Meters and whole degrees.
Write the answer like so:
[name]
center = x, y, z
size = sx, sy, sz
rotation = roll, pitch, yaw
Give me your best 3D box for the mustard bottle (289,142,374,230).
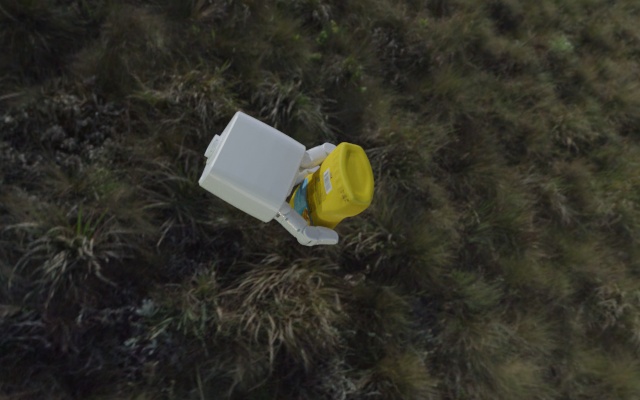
[mustard bottle]
center = 0.001, 0.002, 0.700
size = 0.058, 0.096, 0.192
rotation = 8, -29, -31
